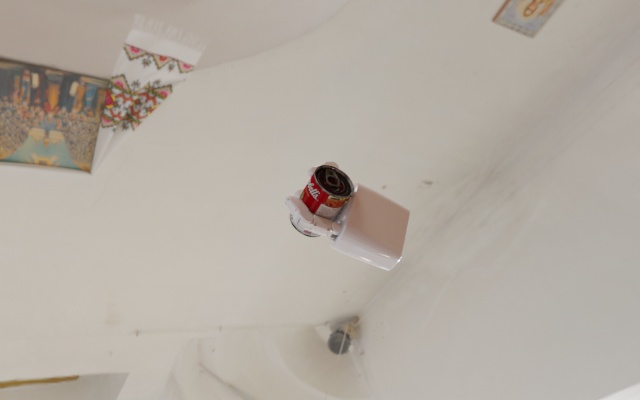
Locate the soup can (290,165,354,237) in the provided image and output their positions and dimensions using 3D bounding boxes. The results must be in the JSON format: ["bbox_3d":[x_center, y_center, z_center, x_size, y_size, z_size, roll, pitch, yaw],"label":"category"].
[{"bbox_3d":[0.000,0.003,0.762,0.068,0.068,0.102,0,-41,-35],"label":"soup can"}]
